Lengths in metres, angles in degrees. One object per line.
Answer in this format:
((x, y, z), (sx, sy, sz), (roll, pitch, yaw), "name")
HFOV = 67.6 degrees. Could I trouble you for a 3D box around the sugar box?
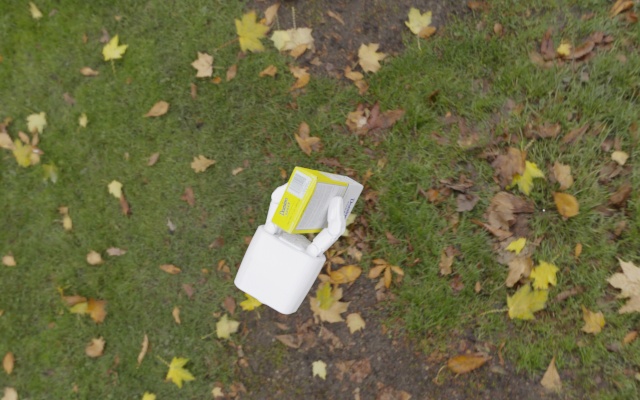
((0.000, 0.002, 0.760), (0.048, 0.093, 0.176), (31, 11, 22), "sugar box")
